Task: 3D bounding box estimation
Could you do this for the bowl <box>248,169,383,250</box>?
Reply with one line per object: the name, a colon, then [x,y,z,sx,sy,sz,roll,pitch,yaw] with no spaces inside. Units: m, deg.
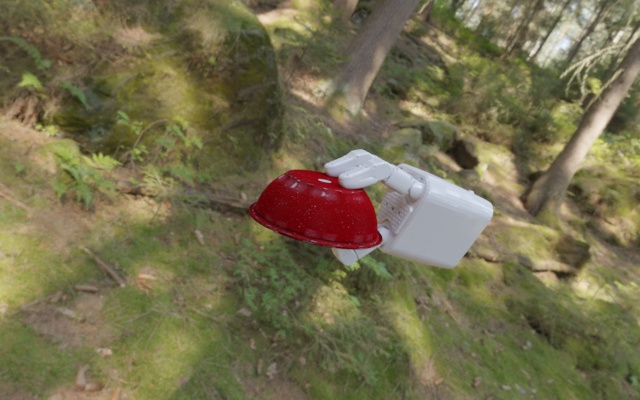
bowl: [-0.001,0.001,0.557,0.162,0.055,0.162,12,13,-3]
